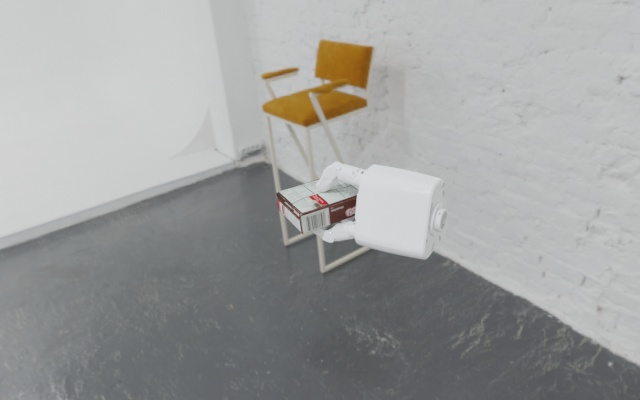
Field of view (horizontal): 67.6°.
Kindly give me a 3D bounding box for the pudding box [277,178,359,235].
[{"bbox_3d":[0.000,0.002,0.750,0.113,0.039,0.090,-17,30,-24],"label":"pudding box"}]
